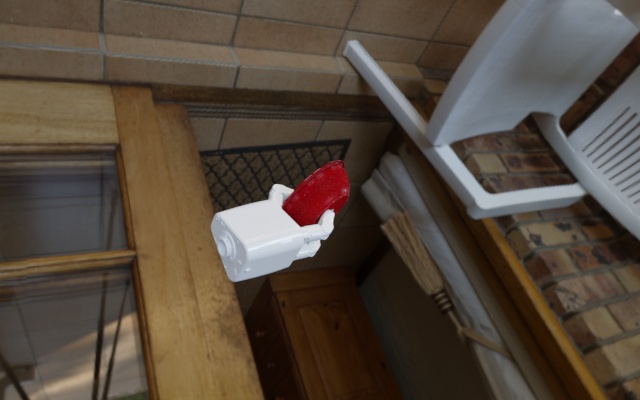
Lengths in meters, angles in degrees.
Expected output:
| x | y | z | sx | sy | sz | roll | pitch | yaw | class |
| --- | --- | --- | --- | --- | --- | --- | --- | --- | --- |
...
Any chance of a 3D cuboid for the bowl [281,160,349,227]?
| x | y | z | sx | sy | sz | roll | pitch | yaw | class |
| --- | --- | --- | --- | --- | --- | --- | --- | --- | --- |
| 0.001 | 0.003 | 0.871 | 0.162 | 0.055 | 0.162 | -40 | -15 | -13 | bowl |
